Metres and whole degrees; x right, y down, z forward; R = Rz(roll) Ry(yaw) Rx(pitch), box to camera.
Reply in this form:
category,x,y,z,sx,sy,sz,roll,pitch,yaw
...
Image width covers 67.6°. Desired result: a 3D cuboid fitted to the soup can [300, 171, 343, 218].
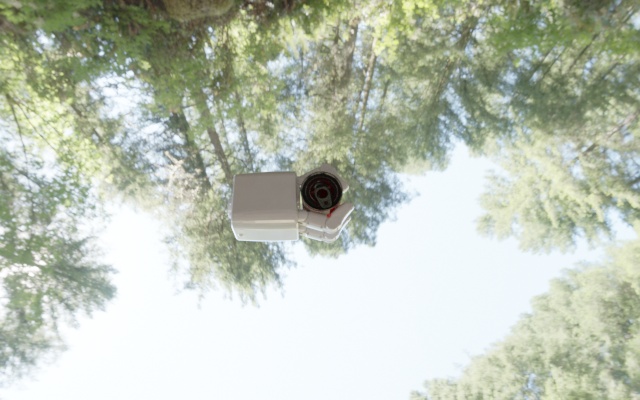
category,x,y,z,sx,sy,sz,roll,pitch,yaw
soup can,0.001,0.003,0.807,0.068,0.068,0.102,0,-21,-2
